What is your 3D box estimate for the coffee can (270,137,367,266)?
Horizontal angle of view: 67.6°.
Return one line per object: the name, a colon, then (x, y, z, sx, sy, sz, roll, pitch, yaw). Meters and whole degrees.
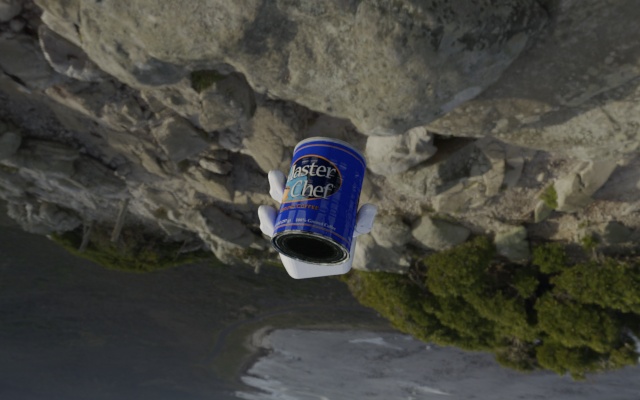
coffee can: (0.000, 0.002, 0.631, 0.103, 0.140, 0.103, 10, -27, 5)
